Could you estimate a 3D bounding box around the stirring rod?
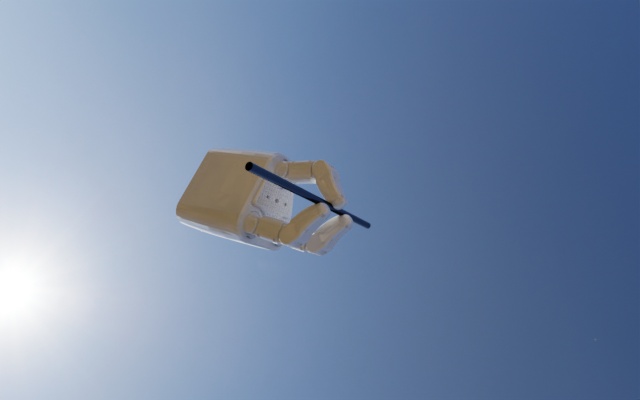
[{"bbox_3d":[0.000,0.002,0.489,0.011,0.011,0.239,0,-14,30],"label":"stirring rod"}]
